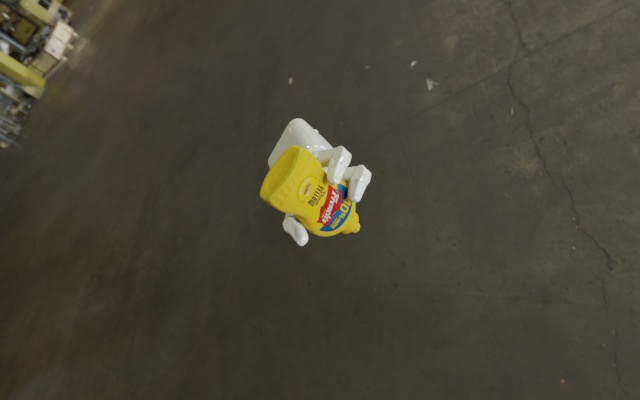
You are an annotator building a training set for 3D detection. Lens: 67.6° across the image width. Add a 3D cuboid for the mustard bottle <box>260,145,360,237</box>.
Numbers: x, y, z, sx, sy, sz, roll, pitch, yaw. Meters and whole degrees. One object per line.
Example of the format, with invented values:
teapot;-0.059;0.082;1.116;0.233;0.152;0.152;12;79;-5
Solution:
mustard bottle;0.000;0.002;0.747;0.192;0.096;0.058;37;-9;-39
